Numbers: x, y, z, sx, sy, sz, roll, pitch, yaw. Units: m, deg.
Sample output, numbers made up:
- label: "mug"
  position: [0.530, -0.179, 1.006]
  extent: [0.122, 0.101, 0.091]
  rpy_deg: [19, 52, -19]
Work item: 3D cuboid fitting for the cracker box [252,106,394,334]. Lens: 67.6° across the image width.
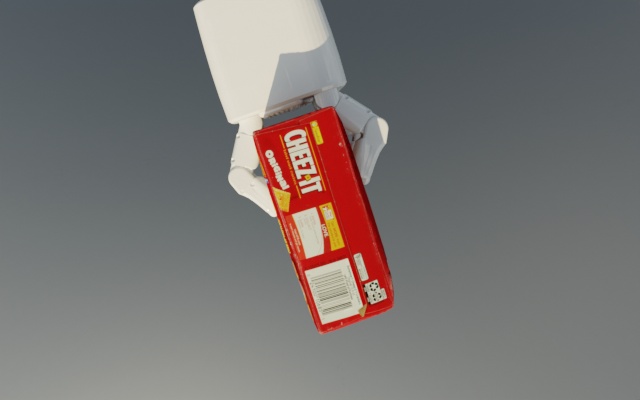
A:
- label: "cracker box"
  position: [0.000, 0.002, 0.454]
  extent: [0.072, 0.164, 0.213]
  rpy_deg: [-18, 9, 0]
